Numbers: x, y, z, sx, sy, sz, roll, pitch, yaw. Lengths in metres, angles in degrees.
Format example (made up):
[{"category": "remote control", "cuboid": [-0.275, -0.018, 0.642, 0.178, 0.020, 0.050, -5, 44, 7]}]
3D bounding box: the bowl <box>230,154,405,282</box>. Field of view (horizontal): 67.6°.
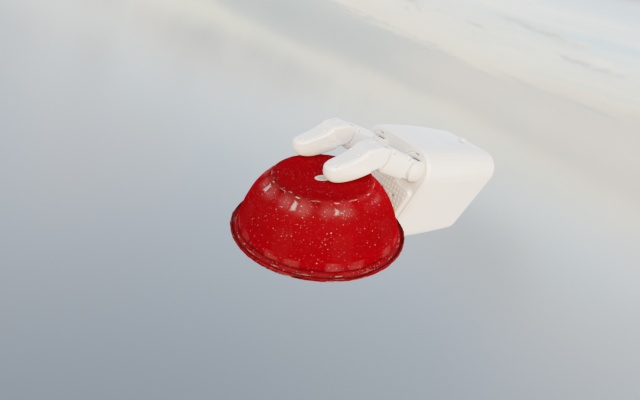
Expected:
[{"category": "bowl", "cuboid": [-0.001, 0.001, 0.430, 0.162, 0.055, 0.162, 5, 31, -3]}]
